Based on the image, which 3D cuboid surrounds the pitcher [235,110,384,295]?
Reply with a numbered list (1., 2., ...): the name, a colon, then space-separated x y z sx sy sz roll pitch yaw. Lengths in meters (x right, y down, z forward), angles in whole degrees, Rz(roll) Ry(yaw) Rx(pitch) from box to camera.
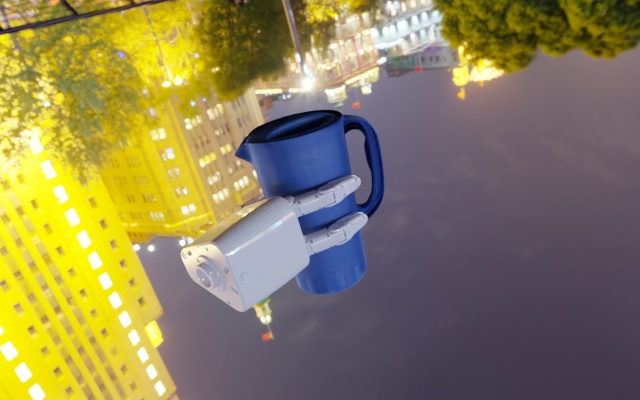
1. pitcher: 0.000 0.002 0.662 0.149 0.243 0.145 7 31 42
